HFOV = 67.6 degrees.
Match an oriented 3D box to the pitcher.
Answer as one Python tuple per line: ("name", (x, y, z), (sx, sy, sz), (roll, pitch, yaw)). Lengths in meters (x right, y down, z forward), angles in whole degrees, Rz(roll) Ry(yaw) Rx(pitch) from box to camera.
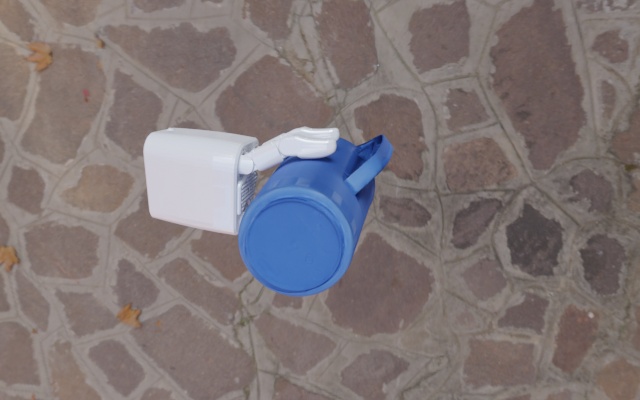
("pitcher", (0.000, 0.002, 0.537), (0.145, 0.149, 0.242), (9, 17, 5))
